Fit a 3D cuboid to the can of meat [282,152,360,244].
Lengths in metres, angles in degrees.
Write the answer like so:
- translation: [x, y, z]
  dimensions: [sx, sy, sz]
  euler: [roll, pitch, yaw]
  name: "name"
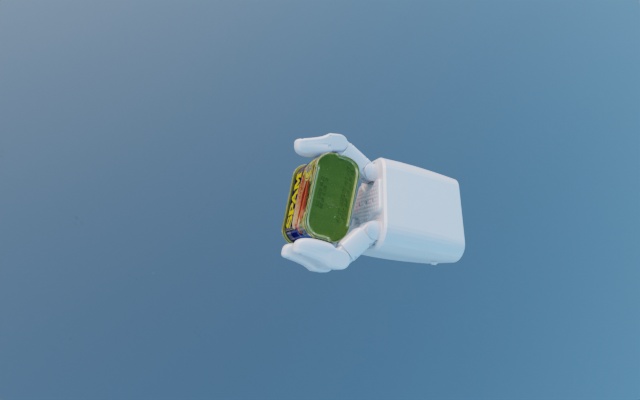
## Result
- translation: [0.000, 0.002, 0.543]
  dimensions: [0.057, 0.102, 0.084]
  euler: [15, -13, -17]
  name: "can of meat"
